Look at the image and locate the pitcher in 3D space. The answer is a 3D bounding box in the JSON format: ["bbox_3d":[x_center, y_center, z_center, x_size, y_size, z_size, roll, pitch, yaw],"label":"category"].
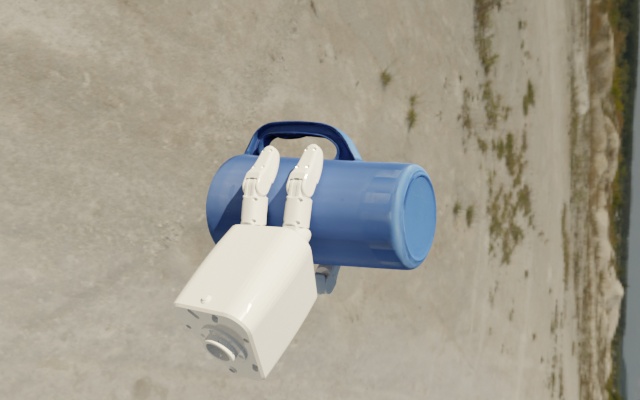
[{"bbox_3d":[0.000,0.002,0.542,0.243,0.149,0.145,2,40,33],"label":"pitcher"}]
